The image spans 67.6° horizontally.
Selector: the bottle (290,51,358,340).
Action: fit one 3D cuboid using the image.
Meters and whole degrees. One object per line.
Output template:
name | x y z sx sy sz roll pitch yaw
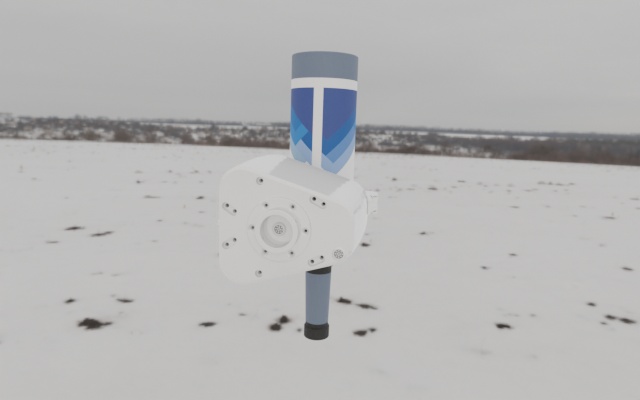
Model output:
bottle | 0.000 0.001 0.498 0.069 0.296 0.069 2 9 0
